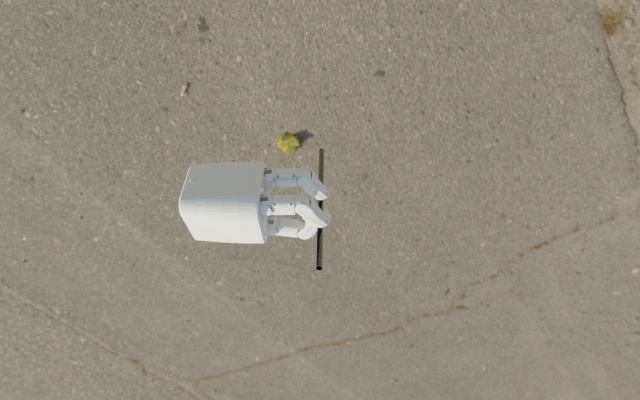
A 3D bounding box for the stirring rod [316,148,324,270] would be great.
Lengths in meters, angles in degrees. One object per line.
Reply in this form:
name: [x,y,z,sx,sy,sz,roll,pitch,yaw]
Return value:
stirring rod: [0.000,0.002,0.691,0.011,0.011,0.239,1,44,1]
